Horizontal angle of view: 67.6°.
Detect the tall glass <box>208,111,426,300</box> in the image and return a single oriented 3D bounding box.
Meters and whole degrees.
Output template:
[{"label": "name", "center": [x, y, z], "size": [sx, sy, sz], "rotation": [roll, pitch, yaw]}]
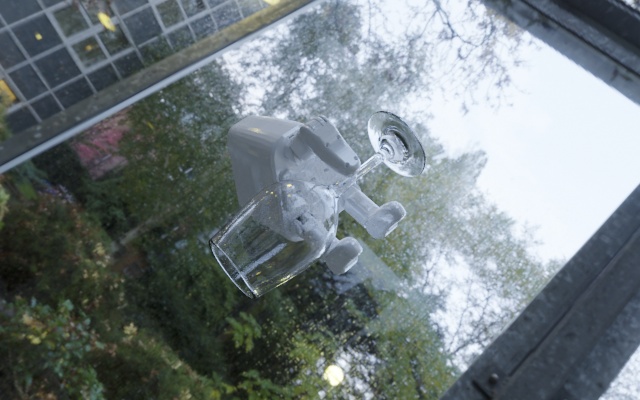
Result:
[{"label": "tall glass", "center": [0.001, 0.001, 0.427], "size": [0.201, 0.079, 0.079], "rotation": [-37, 16, -22]}]
